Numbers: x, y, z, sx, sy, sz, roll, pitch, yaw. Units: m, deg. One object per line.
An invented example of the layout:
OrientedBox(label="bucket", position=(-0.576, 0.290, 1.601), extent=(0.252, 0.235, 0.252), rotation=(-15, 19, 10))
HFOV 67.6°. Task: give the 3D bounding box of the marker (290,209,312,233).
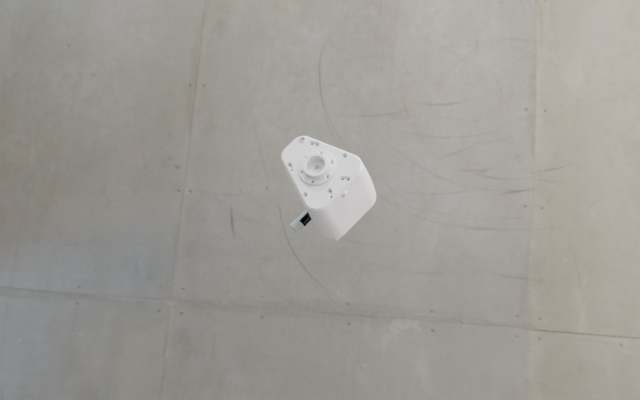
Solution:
OrientedBox(label="marker", position=(0.000, 0.003, 0.755), extent=(0.020, 0.121, 0.020), rotation=(44, -6, 6))
